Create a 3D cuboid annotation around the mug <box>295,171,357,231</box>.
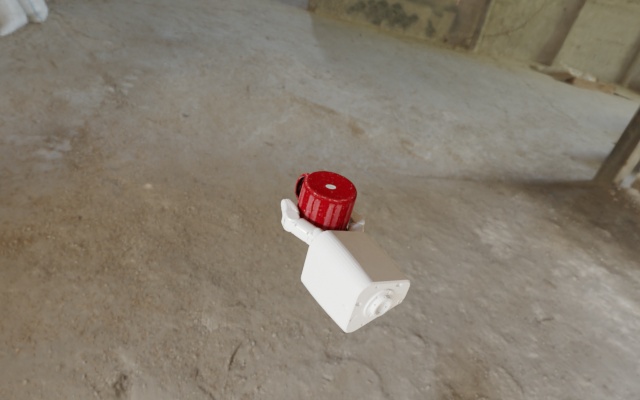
[{"bbox_3d":[-0.001,0.001,0.726,0.093,0.081,0.117,-12,43,-35],"label":"mug"}]
